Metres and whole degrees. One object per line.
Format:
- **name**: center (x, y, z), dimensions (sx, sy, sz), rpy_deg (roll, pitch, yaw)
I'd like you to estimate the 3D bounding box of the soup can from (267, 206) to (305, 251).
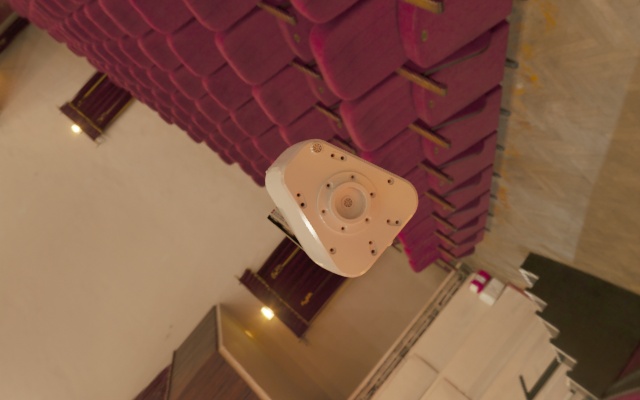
- **soup can**: center (0.000, 0.002, 0.515), dimensions (0.068, 0.102, 0.068), rpy_deg (40, -6, 5)
